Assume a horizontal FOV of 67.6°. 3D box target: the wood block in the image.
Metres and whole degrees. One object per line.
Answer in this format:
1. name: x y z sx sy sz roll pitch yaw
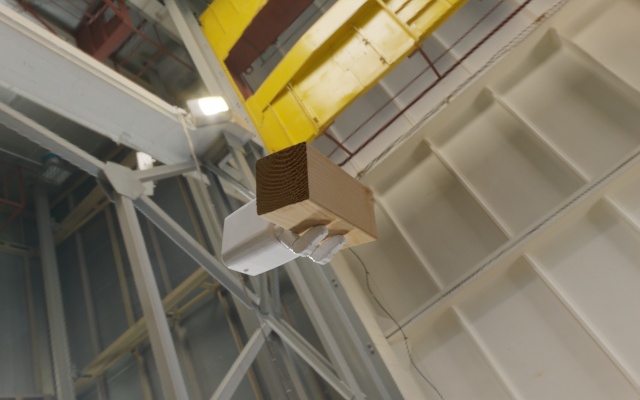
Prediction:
1. wood block: 0.000 0.002 0.732 0.090 0.090 0.206 -18 -28 27
